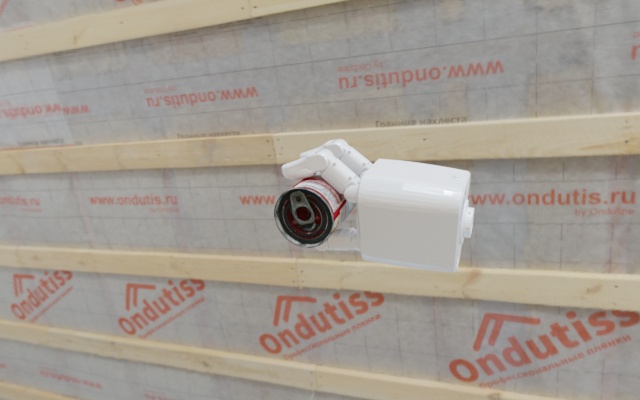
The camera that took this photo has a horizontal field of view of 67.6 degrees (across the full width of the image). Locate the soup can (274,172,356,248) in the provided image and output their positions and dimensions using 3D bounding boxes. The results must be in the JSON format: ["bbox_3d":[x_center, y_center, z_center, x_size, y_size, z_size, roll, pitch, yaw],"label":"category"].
[{"bbox_3d":[0.000,0.002,0.544,0.068,0.068,0.102,0,20,23],"label":"soup can"}]
